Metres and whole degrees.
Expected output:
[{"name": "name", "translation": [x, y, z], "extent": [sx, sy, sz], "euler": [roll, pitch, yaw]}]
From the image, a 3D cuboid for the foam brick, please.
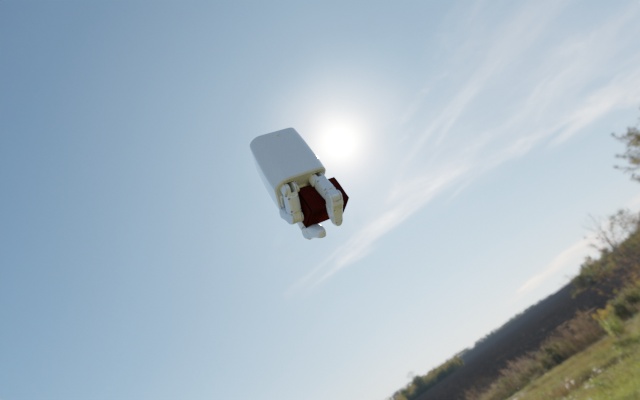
[{"name": "foam brick", "translation": [0.000, 0.003, 0.816], "extent": [0.078, 0.051, 0.053], "euler": [-20, -29, -27]}]
